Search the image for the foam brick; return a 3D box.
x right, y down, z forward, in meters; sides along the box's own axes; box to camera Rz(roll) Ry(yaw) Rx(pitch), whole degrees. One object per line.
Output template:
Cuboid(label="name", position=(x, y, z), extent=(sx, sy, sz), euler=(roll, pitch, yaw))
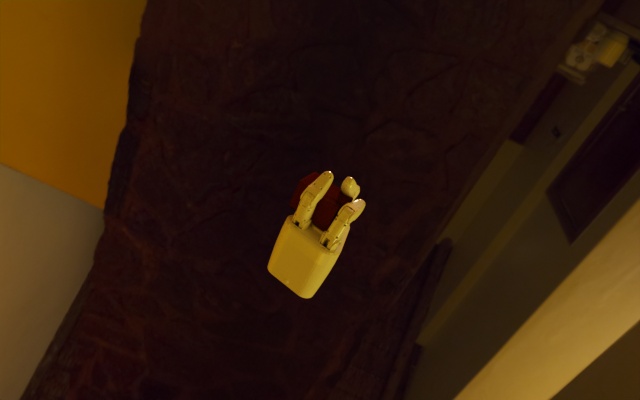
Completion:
Cuboid(label="foam brick", position=(0.000, 0.002, 0.743), extent=(0.078, 0.051, 0.053), euler=(36, 32, 15))
